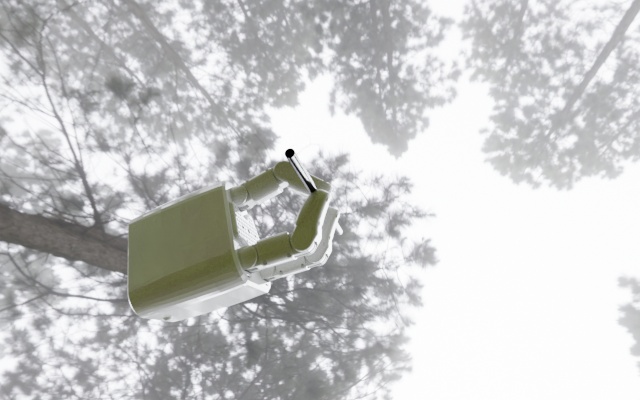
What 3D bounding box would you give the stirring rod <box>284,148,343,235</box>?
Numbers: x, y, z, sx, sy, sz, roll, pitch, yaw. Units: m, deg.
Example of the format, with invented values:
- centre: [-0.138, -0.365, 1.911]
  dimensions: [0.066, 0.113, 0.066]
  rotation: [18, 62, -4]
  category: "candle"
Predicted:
- centre: [0.000, 0.001, 0.462]
  dimensions: [0.011, 0.011, 0.240]
  rotation: [0, -17, 11]
  category: "stirring rod"
